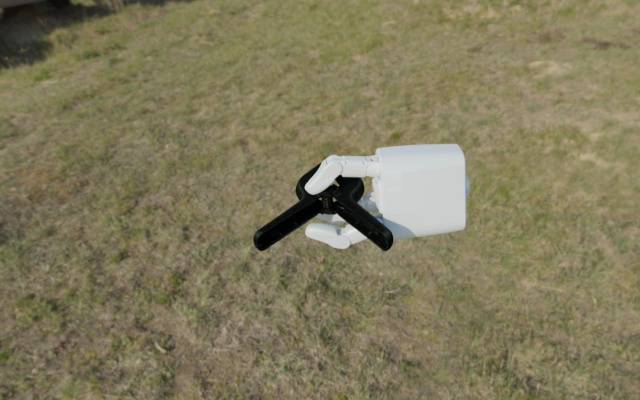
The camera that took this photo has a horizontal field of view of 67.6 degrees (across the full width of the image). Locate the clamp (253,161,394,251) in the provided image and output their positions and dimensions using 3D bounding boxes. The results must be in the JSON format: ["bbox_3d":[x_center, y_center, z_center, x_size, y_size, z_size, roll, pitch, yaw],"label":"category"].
[{"bbox_3d":[0.000,0.001,0.632,0.164,0.036,0.209,-3,32,0],"label":"clamp"}]
